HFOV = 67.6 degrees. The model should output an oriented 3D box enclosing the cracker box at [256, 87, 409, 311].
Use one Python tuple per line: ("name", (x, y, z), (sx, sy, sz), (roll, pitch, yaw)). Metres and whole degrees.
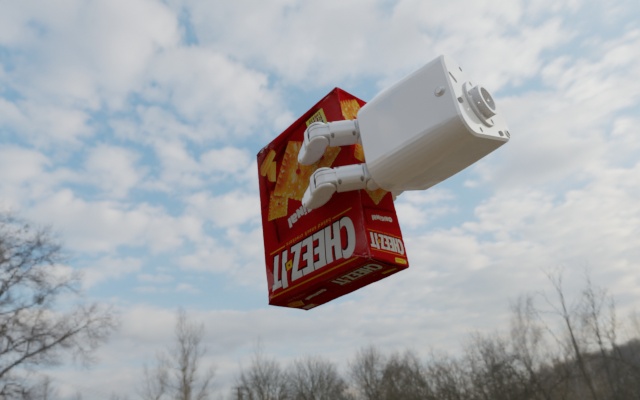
("cracker box", (0.000, 0.002, 0.564), (0.072, 0.213, 0.164), (17, -37, -40))
